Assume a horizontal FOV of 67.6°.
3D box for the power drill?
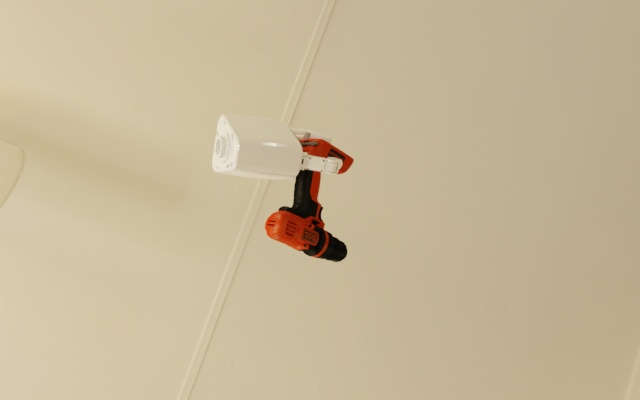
[{"bbox_3d":[0.000,0.002,0.818,0.057,0.187,0.184,1,-18,42],"label":"power drill"}]
